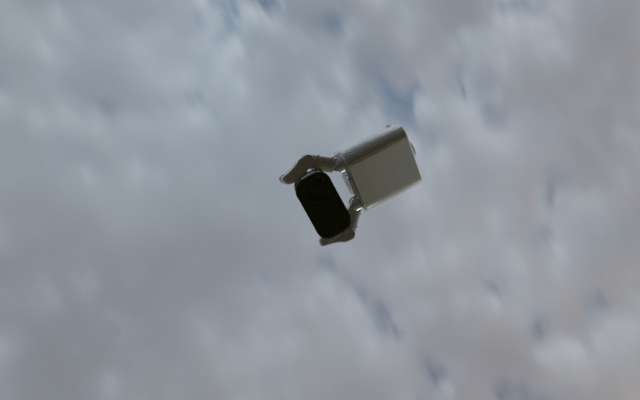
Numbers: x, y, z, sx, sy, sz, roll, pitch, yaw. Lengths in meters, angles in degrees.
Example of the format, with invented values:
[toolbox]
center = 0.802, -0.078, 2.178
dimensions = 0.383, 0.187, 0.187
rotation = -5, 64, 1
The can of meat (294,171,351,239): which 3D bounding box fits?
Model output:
[can of meat]
center = 0.000, 0.003, 0.757
dimensions = 0.057, 0.102, 0.084
rotation = -29, 10, -2
